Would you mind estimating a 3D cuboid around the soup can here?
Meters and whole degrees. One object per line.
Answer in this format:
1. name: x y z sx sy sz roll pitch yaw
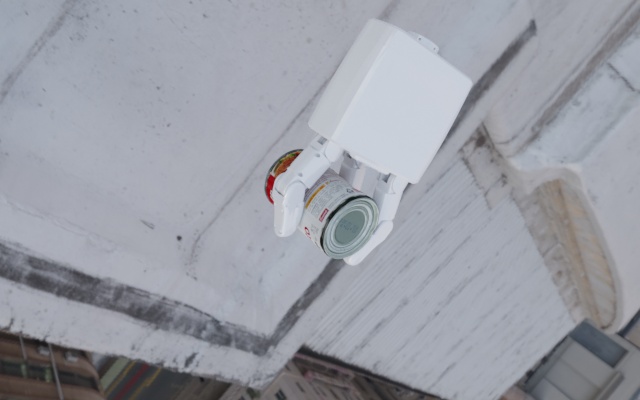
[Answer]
1. soup can: 0.000 0.002 0.462 0.068 0.068 0.102 0 29 -41
